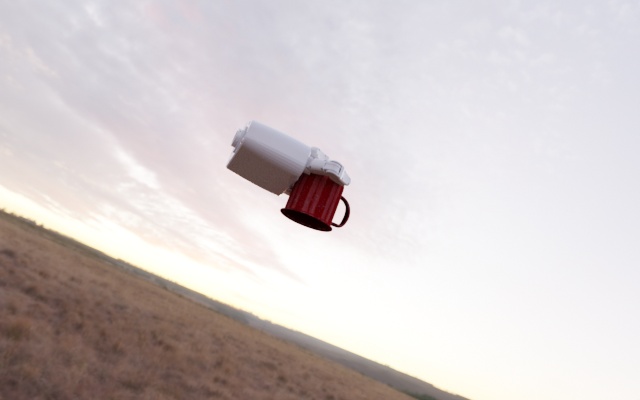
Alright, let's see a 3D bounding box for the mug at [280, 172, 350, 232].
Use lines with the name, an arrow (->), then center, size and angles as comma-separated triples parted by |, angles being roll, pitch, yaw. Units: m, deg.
mug -> 0.001, 0.003, 0.802 | 0.117, 0.081, 0.093 | 26, -16, -18
